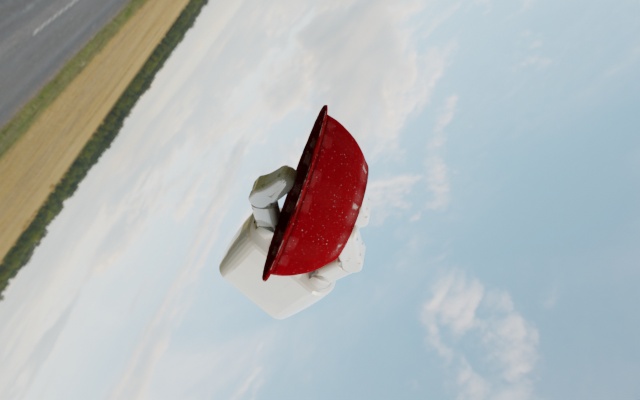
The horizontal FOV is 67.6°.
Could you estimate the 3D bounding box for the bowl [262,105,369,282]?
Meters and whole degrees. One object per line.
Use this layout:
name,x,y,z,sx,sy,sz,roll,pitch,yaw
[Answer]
bowl,0.001,0.001,0.419,0.055,0.162,0.162,19,-2,-6
